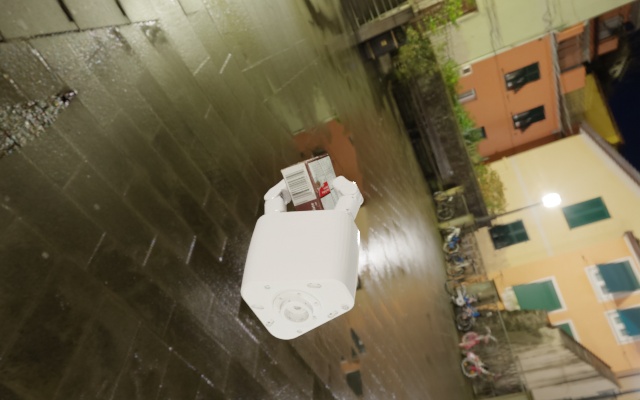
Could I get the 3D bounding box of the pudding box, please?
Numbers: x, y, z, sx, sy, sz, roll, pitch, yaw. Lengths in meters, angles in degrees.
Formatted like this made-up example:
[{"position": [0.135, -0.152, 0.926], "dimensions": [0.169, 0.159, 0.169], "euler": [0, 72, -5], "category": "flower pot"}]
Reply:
[{"position": [0.000, 0.002, 0.606], "dimensions": [0.039, 0.113, 0.090], "euler": [-16, 6, 20], "category": "pudding box"}]
